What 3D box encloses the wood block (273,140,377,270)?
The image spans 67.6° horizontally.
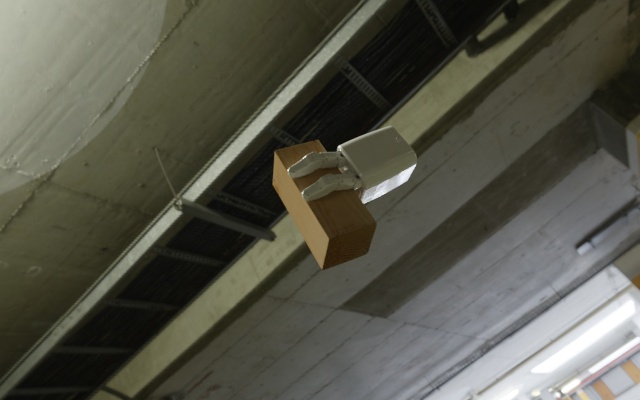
[{"bbox_3d":[0.000,0.003,0.821,0.090,0.206,0.091,-17,-37,-22],"label":"wood block"}]
